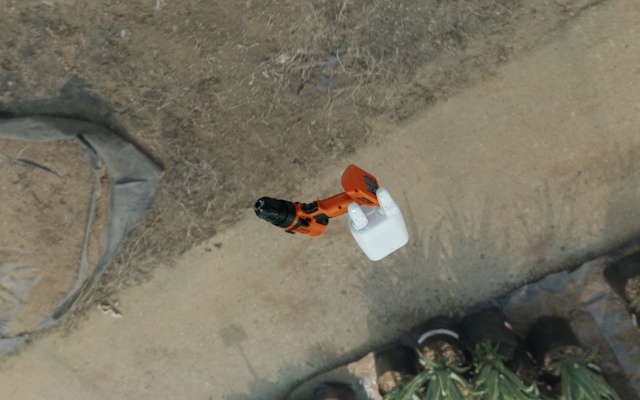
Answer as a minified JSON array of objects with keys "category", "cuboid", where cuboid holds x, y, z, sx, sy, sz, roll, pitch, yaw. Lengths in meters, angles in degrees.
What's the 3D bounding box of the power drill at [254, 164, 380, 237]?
[{"category":"power drill","cuboid":[0.001,0.003,0.843,0.188,0.057,0.184,-24,-25,28]}]
